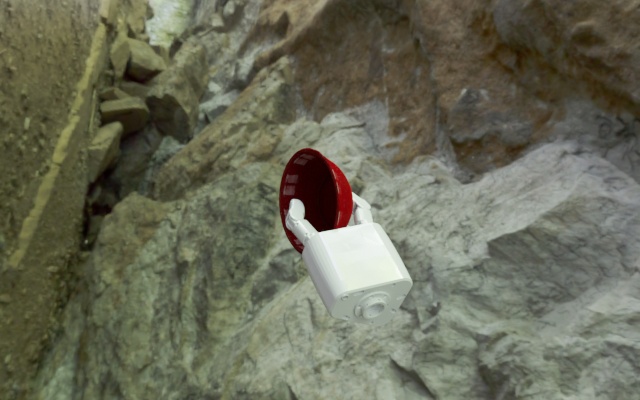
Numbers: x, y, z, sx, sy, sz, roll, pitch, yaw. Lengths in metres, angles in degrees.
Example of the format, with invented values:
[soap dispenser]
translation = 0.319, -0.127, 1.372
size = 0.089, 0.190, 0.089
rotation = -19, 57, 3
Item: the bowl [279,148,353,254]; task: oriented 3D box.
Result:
[bowl]
translation = 0.000, 0.001, 0.722
size = 0.055, 0.162, 0.162
rotation = -3, 2, -35
